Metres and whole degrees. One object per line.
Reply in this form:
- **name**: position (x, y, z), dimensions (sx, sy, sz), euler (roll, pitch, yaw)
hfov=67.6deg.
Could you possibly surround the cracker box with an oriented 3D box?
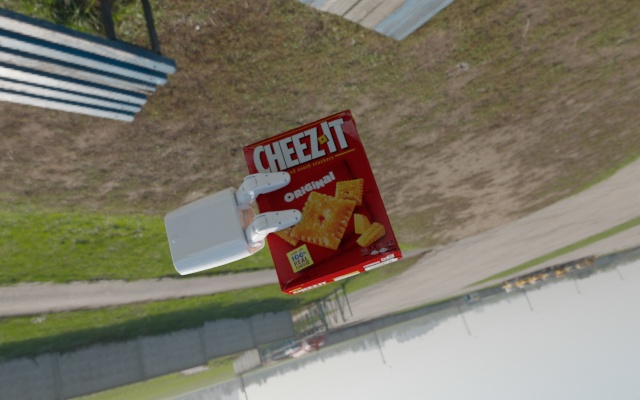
- **cracker box**: position (0.000, 0.002, 0.658), dimensions (0.164, 0.213, 0.072), euler (-19, -17, 5)
